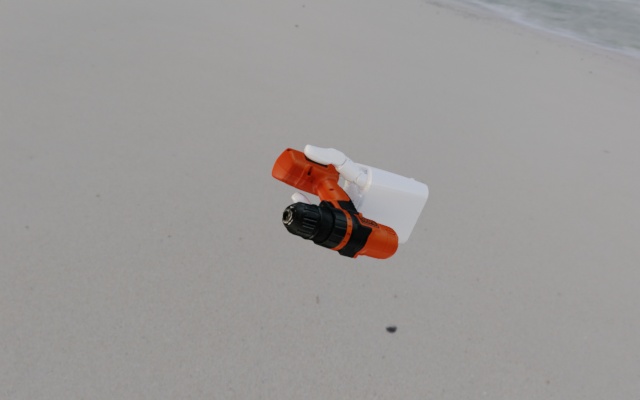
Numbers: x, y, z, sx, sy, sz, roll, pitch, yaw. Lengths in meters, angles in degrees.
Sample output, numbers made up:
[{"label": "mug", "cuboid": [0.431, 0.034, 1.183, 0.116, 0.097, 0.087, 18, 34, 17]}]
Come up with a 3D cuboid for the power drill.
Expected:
[{"label": "power drill", "cuboid": [0.000, 0.002, 0.651, 0.184, 0.057, 0.187, 20, 24, -39]}]
